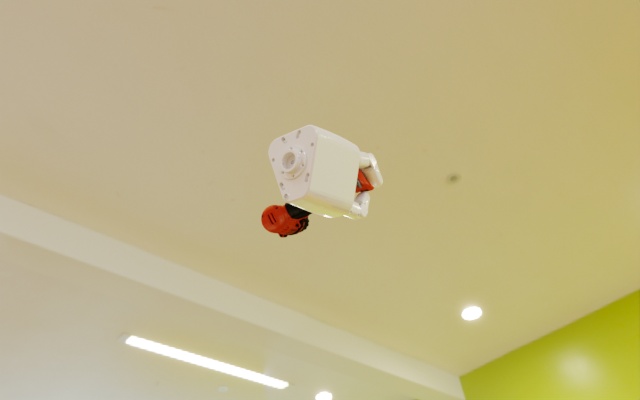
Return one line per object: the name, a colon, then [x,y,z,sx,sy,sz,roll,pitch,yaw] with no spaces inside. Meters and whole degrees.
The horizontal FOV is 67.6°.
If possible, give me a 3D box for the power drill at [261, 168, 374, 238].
power drill: [0.000,0.002,0.838,0.187,0.057,0.184,-32,-9,9]
